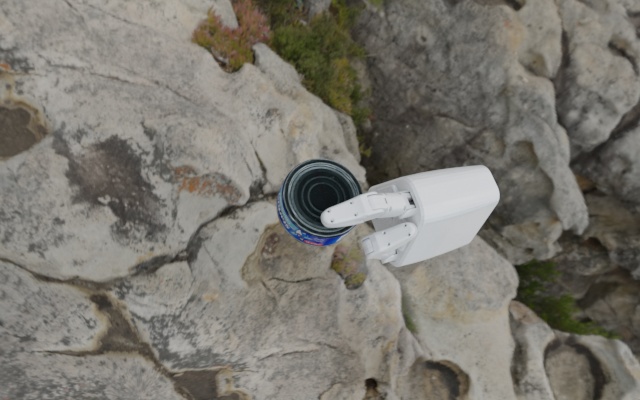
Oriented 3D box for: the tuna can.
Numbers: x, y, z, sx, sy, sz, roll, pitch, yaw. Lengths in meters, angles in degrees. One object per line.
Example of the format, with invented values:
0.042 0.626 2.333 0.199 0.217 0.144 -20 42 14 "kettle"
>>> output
0.000 0.001 0.483 0.086 0.086 0.034 0 -20 -15 "tuna can"
